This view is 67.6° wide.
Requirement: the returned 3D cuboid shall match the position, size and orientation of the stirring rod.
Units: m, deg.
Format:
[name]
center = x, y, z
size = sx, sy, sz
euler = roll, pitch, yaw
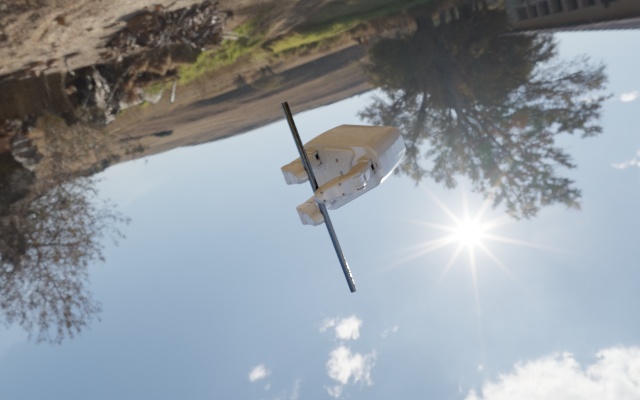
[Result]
[stirring rod]
center = 0.000, 0.002, 0.554
size = 0.011, 0.239, 0.011
euler = -19, 15, 5
